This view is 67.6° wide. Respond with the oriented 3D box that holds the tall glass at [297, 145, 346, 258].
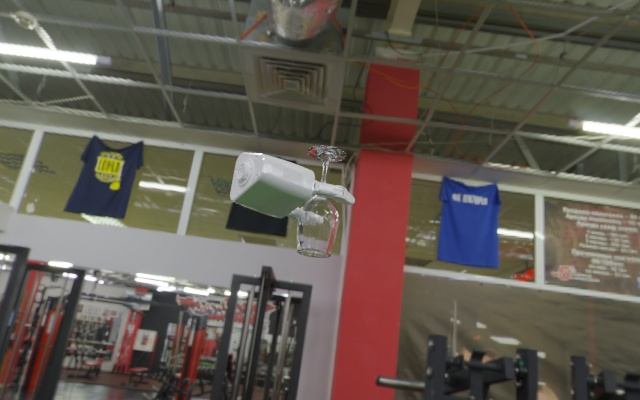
[{"bbox_3d":[0.000,0.002,0.894,0.079,0.201,0.079,6,-17,2],"label":"tall glass"}]
